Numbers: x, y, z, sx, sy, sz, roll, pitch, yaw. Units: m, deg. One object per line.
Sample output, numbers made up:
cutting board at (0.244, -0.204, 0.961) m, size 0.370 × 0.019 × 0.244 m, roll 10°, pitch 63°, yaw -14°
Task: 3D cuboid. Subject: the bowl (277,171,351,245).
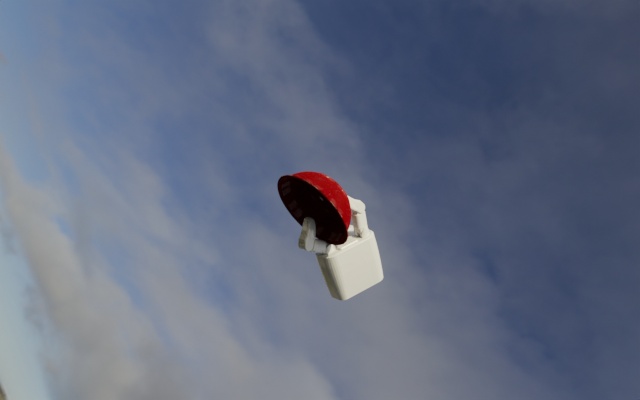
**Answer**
bowl at (0.000, 0.002, 0.848) m, size 0.055 × 0.162 × 0.162 m, roll -45°, pitch 24°, yaw -26°
